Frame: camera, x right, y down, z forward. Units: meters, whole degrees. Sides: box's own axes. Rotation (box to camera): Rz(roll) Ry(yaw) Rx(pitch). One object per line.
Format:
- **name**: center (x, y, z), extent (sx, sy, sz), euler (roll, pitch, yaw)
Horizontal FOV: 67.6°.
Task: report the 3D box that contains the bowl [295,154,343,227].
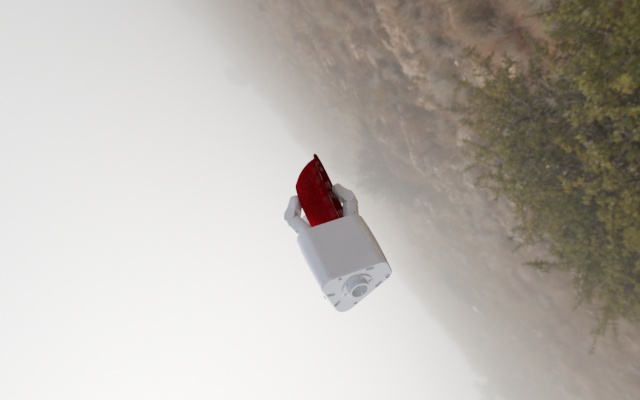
- **bowl**: center (0.000, 0.002, 0.827), extent (0.055, 0.162, 0.162), euler (-24, -3, 6)
